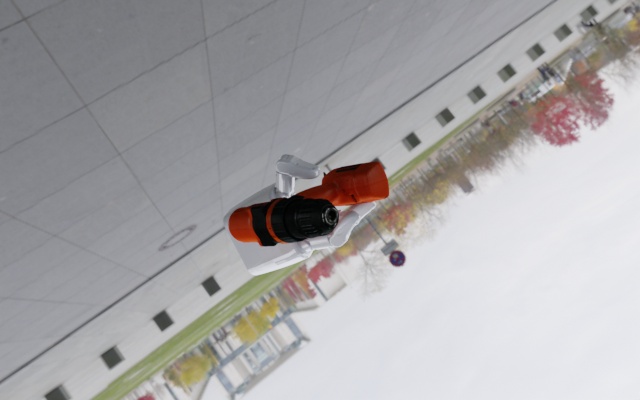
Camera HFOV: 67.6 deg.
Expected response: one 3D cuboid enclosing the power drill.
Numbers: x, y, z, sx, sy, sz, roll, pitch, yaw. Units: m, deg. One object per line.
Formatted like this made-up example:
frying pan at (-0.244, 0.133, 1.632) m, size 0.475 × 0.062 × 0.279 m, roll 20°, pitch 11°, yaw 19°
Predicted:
power drill at (0.000, 0.002, 0.596) m, size 0.187 × 0.057 × 0.184 m, roll -22°, pitch 11°, yaw -40°
